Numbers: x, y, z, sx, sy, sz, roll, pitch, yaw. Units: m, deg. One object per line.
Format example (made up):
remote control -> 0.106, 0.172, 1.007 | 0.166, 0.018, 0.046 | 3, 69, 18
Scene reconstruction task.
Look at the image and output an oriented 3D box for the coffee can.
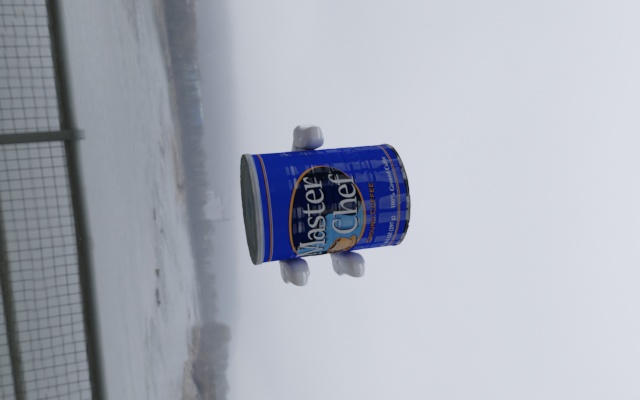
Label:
coffee can -> 0.000, 0.001, 0.455 | 0.140, 0.103, 0.103 | -6, 1, -14
